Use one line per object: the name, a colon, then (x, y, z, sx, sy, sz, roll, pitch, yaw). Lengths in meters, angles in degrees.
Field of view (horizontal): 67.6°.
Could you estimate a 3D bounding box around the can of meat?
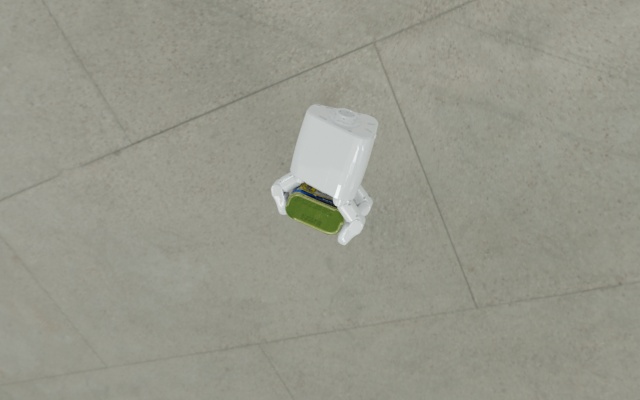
can of meat: (0.000, 0.003, 0.783, 0.102, 0.057, 0.084, 22, 33, 3)
